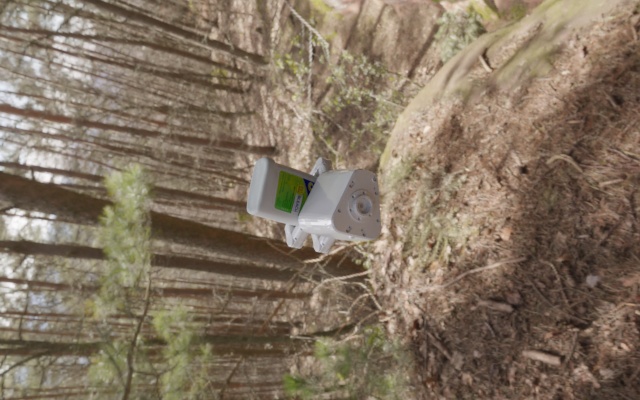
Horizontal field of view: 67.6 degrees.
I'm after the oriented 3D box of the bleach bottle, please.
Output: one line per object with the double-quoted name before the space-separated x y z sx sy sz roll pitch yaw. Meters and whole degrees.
"bleach bottle" 0.000 0.003 0.852 0.251 0.102 0.068 14 -7 -28
